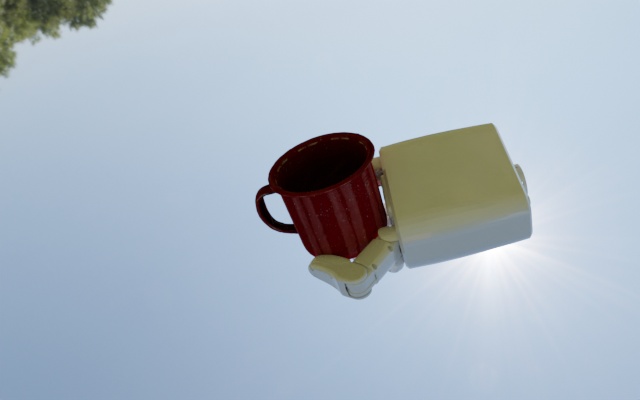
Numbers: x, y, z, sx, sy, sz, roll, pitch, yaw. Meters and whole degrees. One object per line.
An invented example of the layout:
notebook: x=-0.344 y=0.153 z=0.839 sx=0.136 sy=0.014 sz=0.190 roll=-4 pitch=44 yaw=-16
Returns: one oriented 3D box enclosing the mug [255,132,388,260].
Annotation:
mug: x=-0.001 y=0.002 z=0.422 sx=0.117 sy=0.081 sz=0.093 roll=-13 pitch=35 yaw=12
